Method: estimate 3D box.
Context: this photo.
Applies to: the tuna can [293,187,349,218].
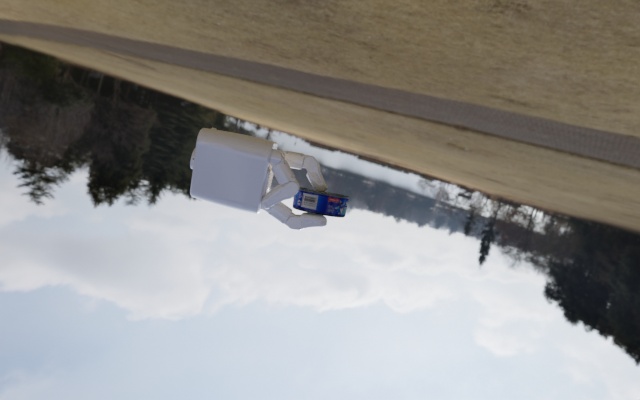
[{"bbox_3d":[0.000,0.003,0.744,0.086,0.034,0.086,10,3,-1],"label":"tuna can"}]
